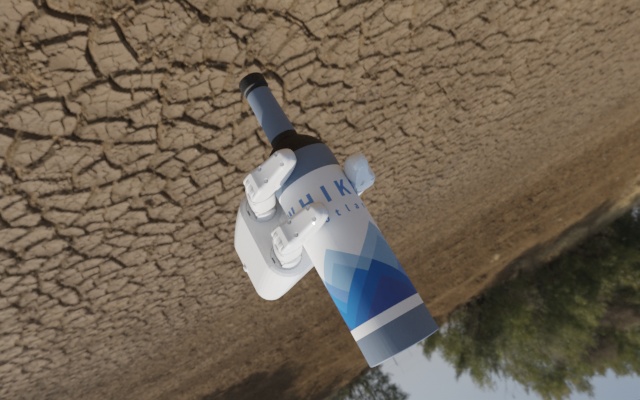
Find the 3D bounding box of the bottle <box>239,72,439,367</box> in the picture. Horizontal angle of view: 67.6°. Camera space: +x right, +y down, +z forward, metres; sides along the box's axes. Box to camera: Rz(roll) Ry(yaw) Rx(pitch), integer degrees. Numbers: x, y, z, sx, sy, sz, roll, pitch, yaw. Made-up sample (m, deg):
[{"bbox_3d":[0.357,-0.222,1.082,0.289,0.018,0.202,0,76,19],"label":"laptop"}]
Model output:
[{"bbox_3d":[0.000,0.002,0.441,0.069,0.295,0.069,-27,-17,-9],"label":"bottle"}]
